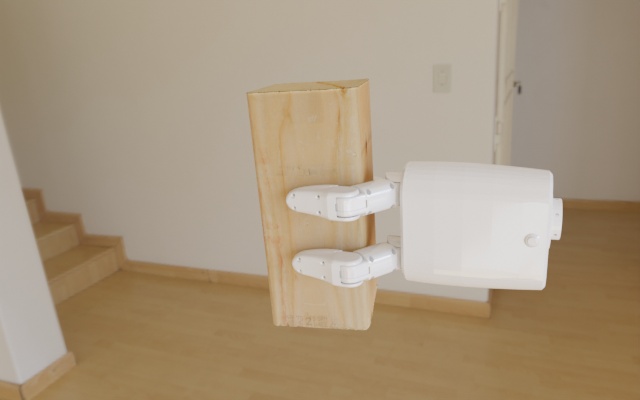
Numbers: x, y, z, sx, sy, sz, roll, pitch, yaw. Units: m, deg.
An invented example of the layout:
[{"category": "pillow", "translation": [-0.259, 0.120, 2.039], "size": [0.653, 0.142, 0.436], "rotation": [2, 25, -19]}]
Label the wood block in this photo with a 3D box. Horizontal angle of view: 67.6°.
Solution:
[{"category": "wood block", "translation": [0.001, 0.001, 0.430], "size": [0.090, 0.206, 0.090], "rotation": [0, 18, 12]}]
